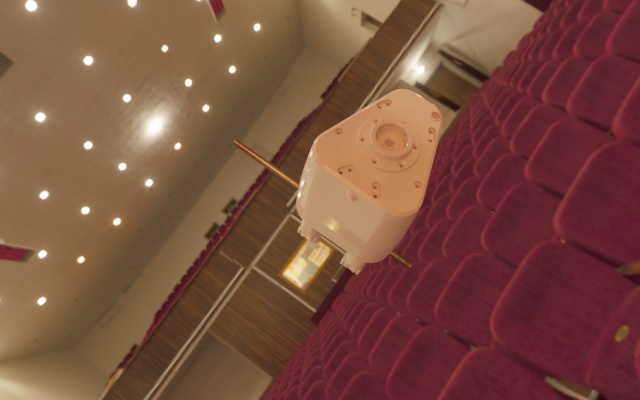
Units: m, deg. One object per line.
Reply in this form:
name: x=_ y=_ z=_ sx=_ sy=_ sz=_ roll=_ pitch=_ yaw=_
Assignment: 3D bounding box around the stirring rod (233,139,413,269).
stirring rod: x=0.000 y=0.002 z=0.529 sx=0.239 sy=0.011 sz=0.011 roll=35 pitch=6 yaw=8
